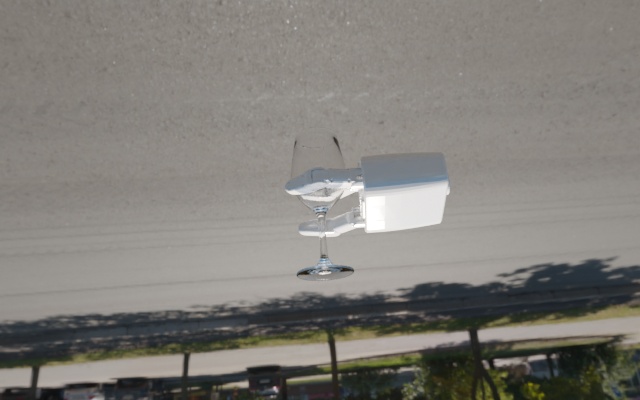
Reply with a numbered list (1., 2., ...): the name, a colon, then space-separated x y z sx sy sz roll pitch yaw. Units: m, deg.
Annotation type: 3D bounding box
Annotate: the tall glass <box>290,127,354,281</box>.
1. tall glass: 0.000 0.003 0.647 0.079 0.201 0.079 -4 -22 -2
